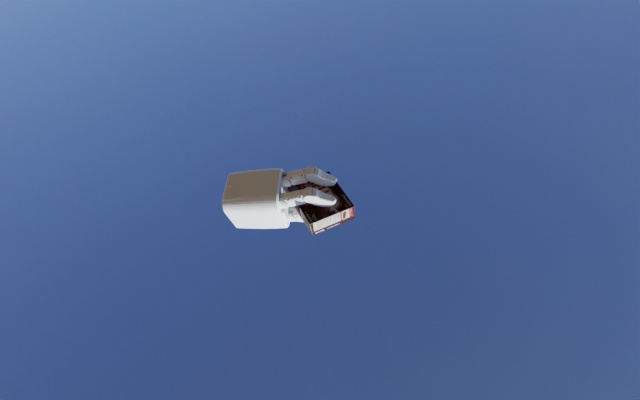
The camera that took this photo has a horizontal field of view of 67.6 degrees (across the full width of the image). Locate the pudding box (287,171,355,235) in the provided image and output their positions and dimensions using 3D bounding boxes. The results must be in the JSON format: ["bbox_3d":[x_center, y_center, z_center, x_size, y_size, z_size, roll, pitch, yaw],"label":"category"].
[{"bbox_3d":[0.000,0.003,0.892,0.090,0.039,0.113,-22,49,-13],"label":"pudding box"}]
